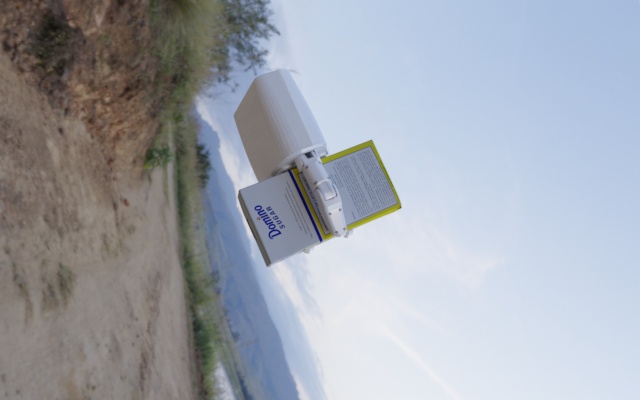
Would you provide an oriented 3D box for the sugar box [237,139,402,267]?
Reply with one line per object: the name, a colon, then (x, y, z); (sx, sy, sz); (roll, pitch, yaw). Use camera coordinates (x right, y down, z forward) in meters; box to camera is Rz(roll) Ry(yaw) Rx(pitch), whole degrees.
sugar box: (0.000, 0.002, 0.567); (0.176, 0.093, 0.048); (-22, -8, -16)
